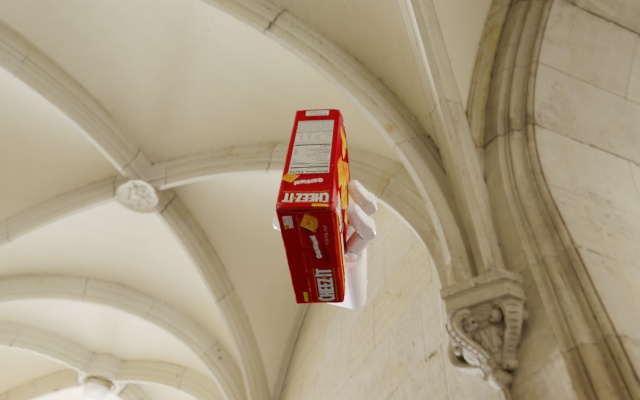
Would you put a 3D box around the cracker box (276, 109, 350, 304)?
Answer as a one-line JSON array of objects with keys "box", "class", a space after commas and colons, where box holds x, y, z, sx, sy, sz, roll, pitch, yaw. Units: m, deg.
[{"box": [0.000, 0.002, 0.634, 0.072, 0.164, 0.213, -3, 40, 7], "class": "cracker box"}]
